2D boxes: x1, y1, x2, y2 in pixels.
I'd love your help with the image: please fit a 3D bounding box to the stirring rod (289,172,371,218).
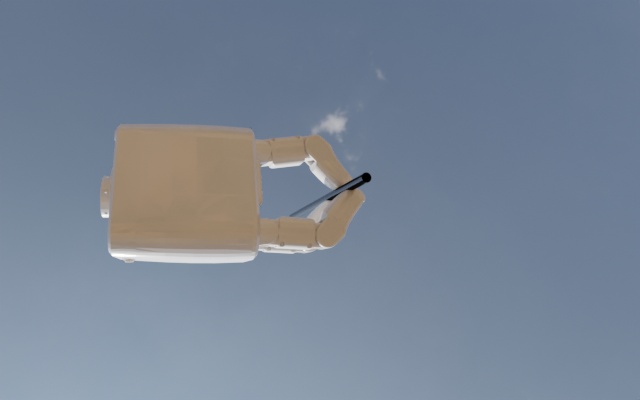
[{"bbox_3d":[0.000,0.001,0.475,0.011,0.011,0.239,0,-9,-17],"label":"stirring rod"}]
